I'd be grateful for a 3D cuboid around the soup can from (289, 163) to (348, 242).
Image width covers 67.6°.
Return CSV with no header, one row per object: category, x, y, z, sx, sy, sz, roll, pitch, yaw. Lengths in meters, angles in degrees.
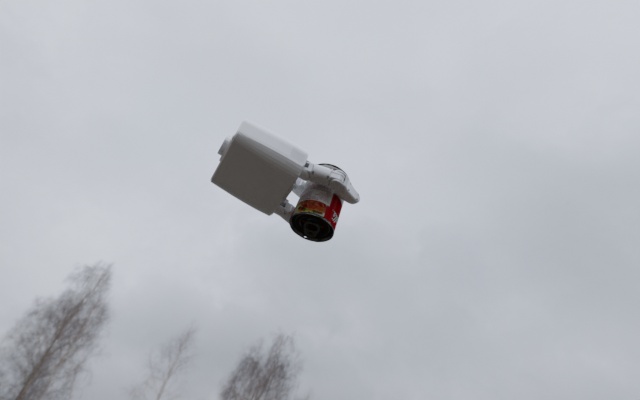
soup can,0.001,0.002,0.720,0.068,0.102,0.069,12,-38,10
